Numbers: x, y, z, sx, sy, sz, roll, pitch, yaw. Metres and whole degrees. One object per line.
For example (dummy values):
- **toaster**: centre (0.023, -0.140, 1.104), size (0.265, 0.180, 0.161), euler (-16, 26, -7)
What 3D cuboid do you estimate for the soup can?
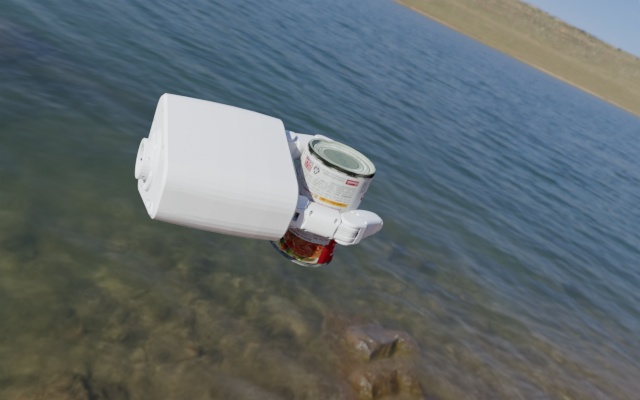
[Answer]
- **soup can**: centre (0.001, 0.001, 0.446), size (0.068, 0.102, 0.068), euler (21, 24, -10)
